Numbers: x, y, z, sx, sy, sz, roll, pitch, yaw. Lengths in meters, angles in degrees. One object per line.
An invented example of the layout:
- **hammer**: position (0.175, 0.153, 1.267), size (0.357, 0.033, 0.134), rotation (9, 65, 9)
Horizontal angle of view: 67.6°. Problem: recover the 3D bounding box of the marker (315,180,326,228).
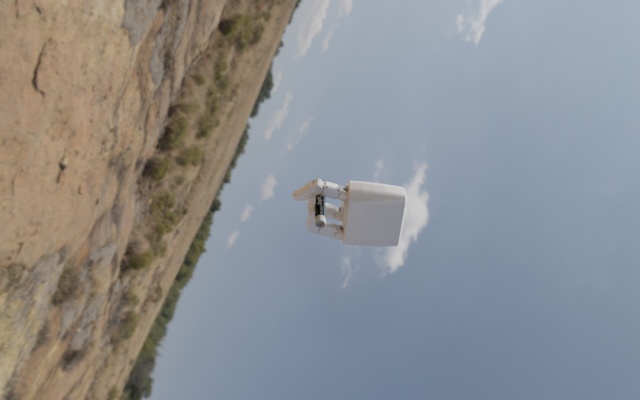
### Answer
- **marker**: position (0.000, 0.003, 0.847), size (0.020, 0.020, 0.121), rotation (0, 38, 1)
